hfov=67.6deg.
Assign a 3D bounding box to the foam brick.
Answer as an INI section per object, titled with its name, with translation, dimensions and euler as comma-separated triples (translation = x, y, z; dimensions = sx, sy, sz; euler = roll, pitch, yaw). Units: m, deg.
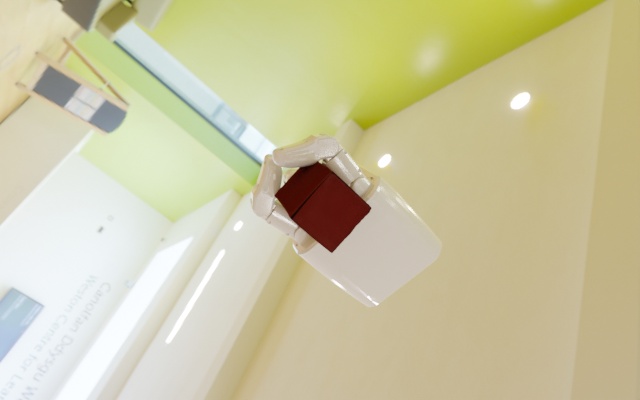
[foam brick]
translation = 0.000, 0.001, 0.425
dimensions = 0.051, 0.053, 0.078
euler = 42, 1, -21
